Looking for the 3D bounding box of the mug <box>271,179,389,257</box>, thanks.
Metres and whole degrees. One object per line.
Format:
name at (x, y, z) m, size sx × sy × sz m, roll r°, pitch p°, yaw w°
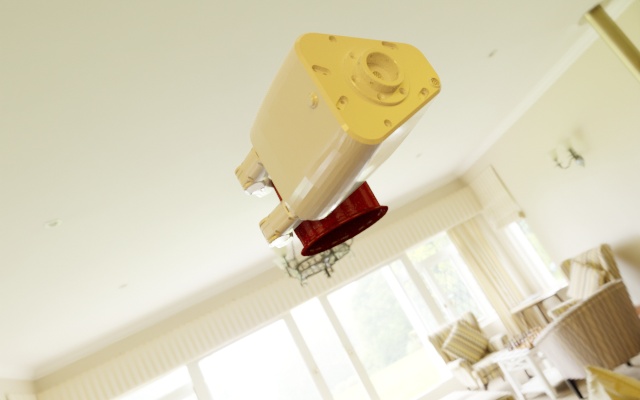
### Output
mug at (-0.001, 0.002, 0.468) m, size 0.093 × 0.081 × 0.117 m, roll -18°, pitch -18°, yaw -33°
